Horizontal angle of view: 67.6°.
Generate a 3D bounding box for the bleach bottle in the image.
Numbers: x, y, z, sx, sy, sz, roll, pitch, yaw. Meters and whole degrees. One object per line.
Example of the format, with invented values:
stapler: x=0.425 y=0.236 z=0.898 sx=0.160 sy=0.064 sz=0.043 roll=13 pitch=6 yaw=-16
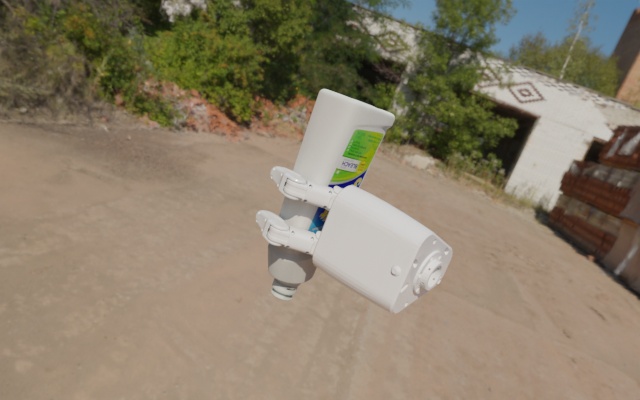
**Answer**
bleach bottle: x=0.000 y=0.002 z=0.569 sx=0.068 sy=0.251 sz=0.102 roll=29 pitch=16 yaw=32
